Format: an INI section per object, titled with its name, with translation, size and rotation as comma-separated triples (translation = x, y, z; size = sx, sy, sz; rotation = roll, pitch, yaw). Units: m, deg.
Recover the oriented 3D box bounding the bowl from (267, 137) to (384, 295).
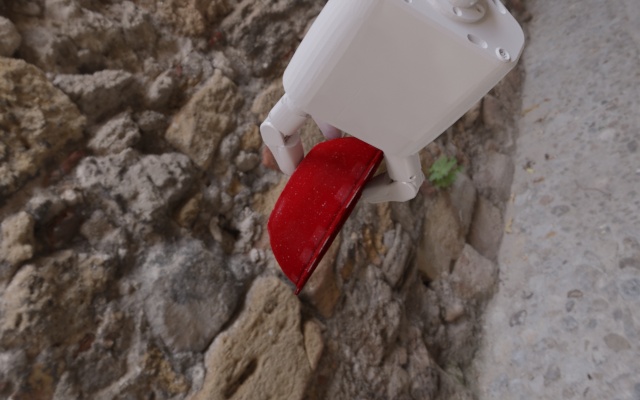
[bowl]
translation = -0.001, 0.002, 0.426
size = 0.055, 0.162, 0.162
rotation = 31, 3, 5
